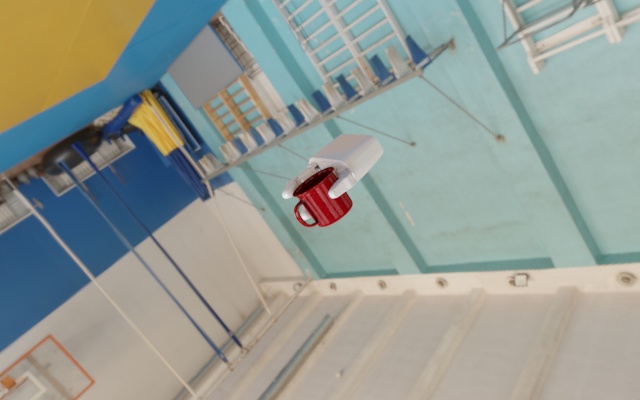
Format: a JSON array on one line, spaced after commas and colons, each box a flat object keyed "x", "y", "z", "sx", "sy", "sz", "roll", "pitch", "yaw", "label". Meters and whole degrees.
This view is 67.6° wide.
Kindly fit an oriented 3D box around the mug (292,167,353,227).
[{"x": -0.001, "y": 0.004, "z": 0.894, "sx": 0.117, "sy": 0.081, "sz": 0.093, "roll": -44, "pitch": 17, "yaw": -29, "label": "mug"}]
